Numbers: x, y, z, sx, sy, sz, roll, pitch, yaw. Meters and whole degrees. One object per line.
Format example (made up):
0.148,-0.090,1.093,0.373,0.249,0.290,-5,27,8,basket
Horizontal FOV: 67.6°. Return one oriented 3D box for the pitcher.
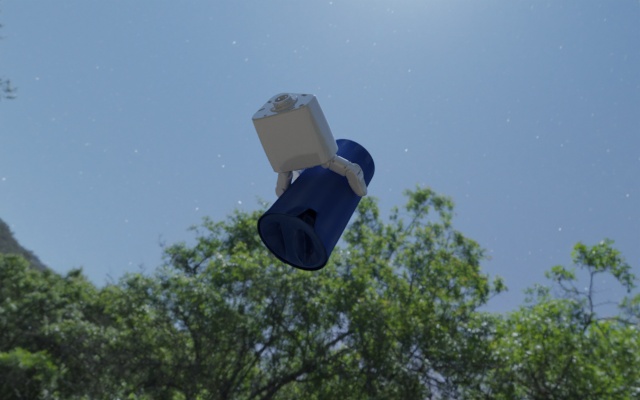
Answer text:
0.000,0.003,0.861,0.149,0.145,0.242,1,40,35,pitcher
